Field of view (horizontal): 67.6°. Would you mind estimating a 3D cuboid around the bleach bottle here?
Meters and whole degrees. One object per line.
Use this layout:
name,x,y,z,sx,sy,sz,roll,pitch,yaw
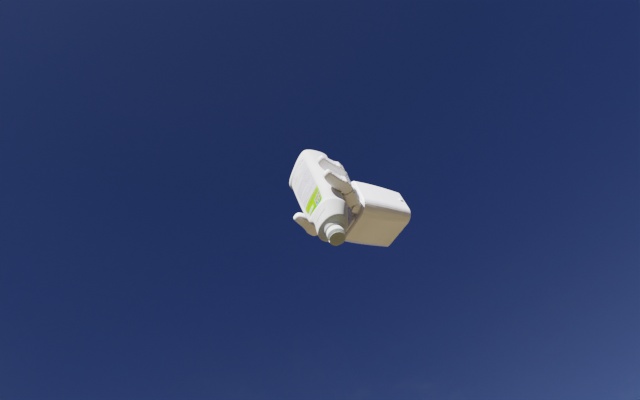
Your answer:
bleach bottle,0.000,0.003,0.893,0.068,0.103,0.250,11,29,-20
